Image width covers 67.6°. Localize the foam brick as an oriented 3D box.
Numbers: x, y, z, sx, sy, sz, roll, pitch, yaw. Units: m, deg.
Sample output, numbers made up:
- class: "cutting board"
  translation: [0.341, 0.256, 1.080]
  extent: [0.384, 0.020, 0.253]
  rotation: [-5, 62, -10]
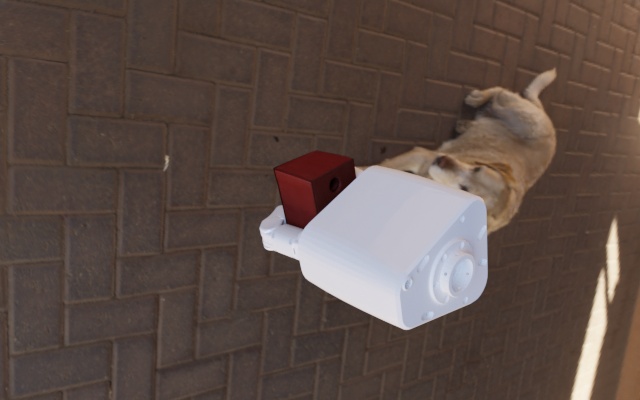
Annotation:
- class: "foam brick"
  translation: [0.000, 0.001, 0.427]
  extent: [0.053, 0.078, 0.051]
  rotation: [-29, 30, -33]
